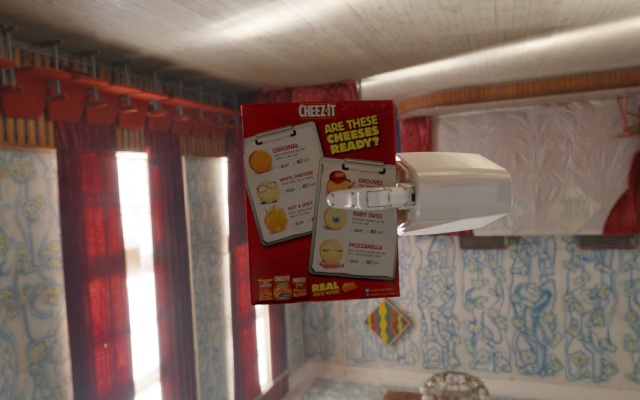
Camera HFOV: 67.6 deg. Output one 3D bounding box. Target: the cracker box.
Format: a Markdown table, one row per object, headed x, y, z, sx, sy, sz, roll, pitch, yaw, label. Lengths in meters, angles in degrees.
| x | y | z | sx | sy | sz | roll | pitch | yaw | label |
| --- | --- | --- | --- | --- | --- | --- | --- | --- | --- |
| 0.000 | 0.002 | 0.534 | 0.164 | 0.213 | 0.072 | -3 | 2 | -5 | cracker box |
